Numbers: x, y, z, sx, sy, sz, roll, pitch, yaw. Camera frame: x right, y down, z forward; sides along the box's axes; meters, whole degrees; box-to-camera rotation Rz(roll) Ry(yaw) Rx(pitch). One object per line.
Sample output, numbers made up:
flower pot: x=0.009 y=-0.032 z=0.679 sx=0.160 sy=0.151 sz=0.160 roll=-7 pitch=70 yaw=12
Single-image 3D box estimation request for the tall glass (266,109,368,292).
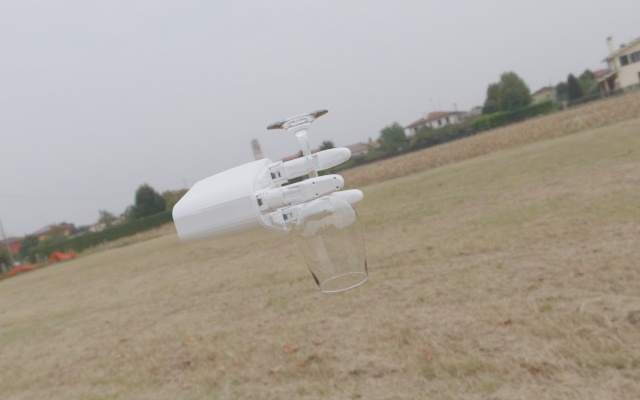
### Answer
tall glass: x=0.000 y=0.001 z=0.557 sx=0.079 sy=0.201 sz=0.079 roll=-16 pitch=4 yaw=1
